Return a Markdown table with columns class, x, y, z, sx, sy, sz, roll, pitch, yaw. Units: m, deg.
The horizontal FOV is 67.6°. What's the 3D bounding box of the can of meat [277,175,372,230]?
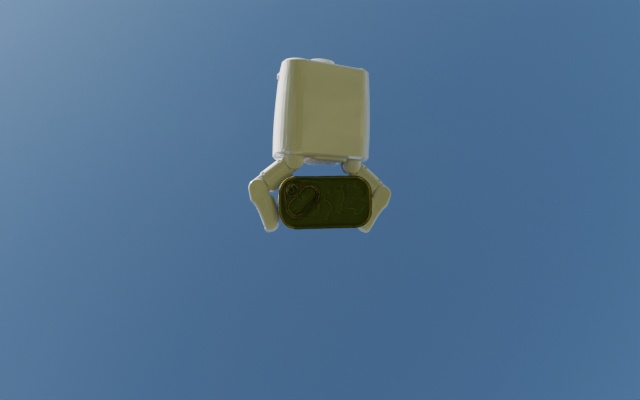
| class | x | y | z | sx | sy | sz | roll | pitch | yaw |
| --- | --- | --- | --- | --- | --- | --- | --- | --- | --- |
| can of meat | 0.000 | 0.002 | 0.554 | 0.102 | 0.057 | 0.084 | -1 | 0 | -8 |
